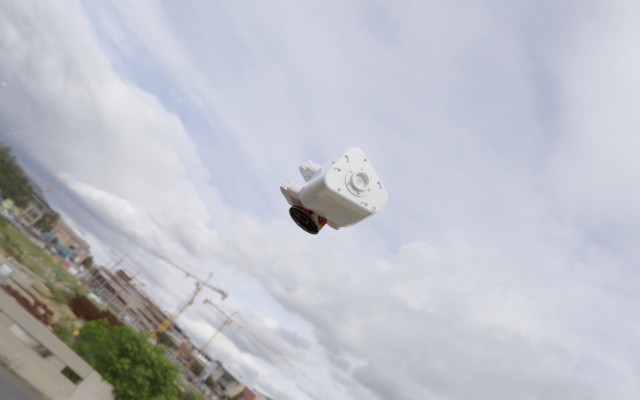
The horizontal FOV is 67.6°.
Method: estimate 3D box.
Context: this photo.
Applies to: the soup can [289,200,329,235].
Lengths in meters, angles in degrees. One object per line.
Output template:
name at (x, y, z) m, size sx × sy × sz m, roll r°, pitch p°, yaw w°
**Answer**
soup can at (0.000, 0.003, 0.866) m, size 0.102 × 0.068 × 0.068 m, roll -48°, pitch 26°, yaw -25°
